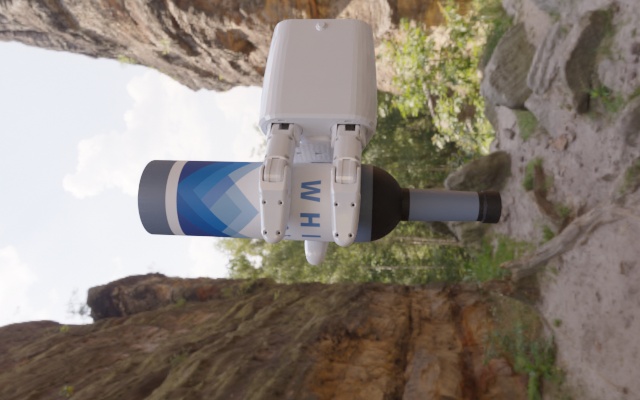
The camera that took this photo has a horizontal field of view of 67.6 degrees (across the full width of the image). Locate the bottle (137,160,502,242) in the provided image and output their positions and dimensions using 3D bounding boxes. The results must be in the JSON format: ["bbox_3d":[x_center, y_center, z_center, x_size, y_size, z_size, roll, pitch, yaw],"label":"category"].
[{"bbox_3d":[0.000,0.001,0.408,0.296,0.069,0.069,2,0,5],"label":"bottle"}]
